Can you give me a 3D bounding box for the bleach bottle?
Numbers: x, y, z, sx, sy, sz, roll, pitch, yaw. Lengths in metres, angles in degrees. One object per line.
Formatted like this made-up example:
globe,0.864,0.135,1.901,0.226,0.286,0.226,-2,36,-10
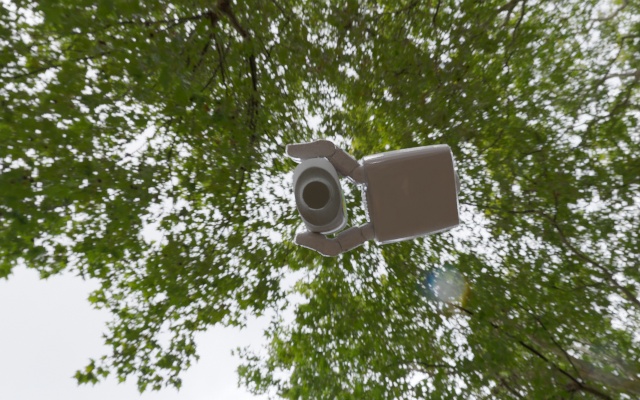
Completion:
bleach bottle,0.000,0.002,0.605,0.068,0.102,0.251,-11,0,1
